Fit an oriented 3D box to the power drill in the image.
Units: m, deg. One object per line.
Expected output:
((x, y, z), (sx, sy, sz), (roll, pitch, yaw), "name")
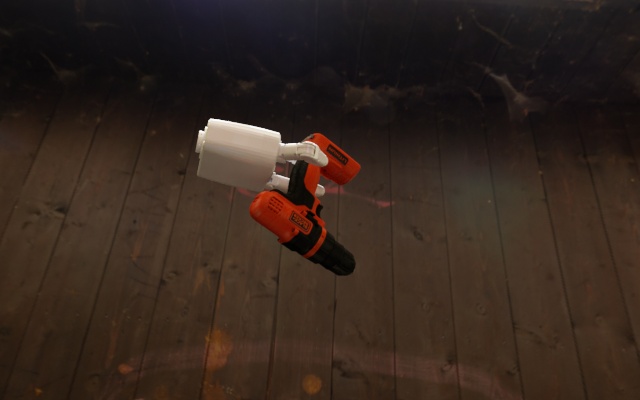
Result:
((0.000, 0.002, 0.733), (0.184, 0.187, 0.057), (38, -40, -19), "power drill")
